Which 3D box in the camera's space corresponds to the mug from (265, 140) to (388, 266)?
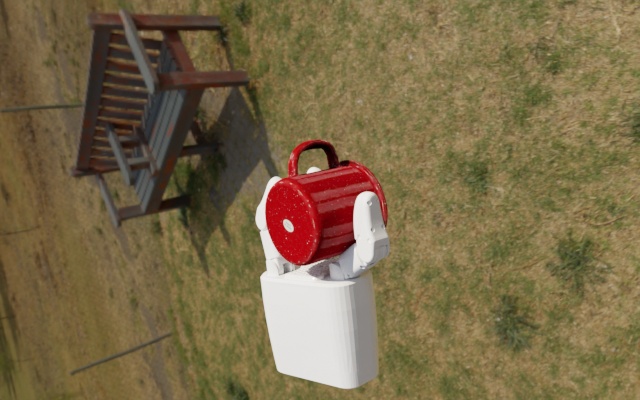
[{"bbox_3d":[0.000,0.000,0.448,0.081,0.117,0.093,-14,8,-38],"label":"mug"}]
